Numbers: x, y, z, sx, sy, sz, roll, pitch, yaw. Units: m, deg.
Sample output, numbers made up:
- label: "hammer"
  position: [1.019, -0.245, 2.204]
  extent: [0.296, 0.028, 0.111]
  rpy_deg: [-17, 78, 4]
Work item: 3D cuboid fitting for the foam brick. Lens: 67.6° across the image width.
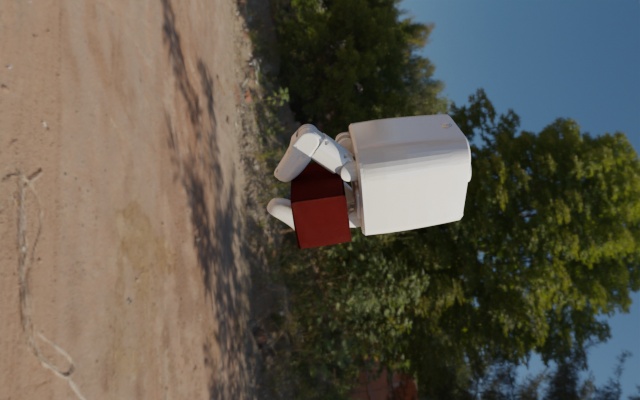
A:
- label: "foam brick"
  position: [0.000, 0.002, 0.464]
  extent: [0.051, 0.053, 0.078]
  rpy_deg: [-7, 30, 2]
